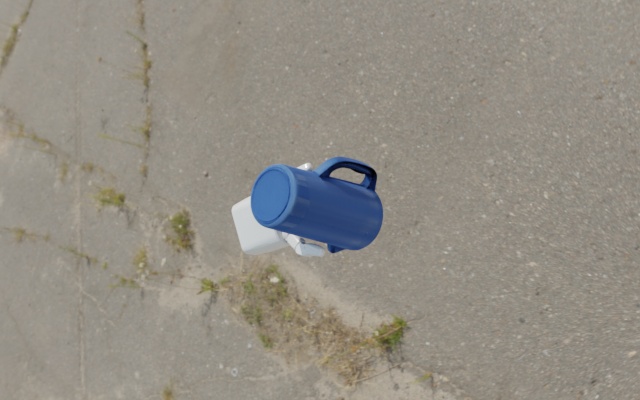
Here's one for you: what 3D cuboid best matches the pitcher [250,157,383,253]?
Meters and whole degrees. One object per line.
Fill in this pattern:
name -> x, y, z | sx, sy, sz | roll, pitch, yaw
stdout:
pitcher -> 0.000, 0.003, 0.861 | 0.145, 0.149, 0.243 | -19, -22, 36
